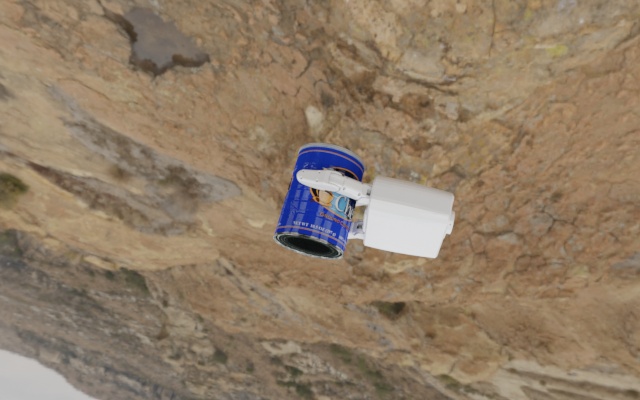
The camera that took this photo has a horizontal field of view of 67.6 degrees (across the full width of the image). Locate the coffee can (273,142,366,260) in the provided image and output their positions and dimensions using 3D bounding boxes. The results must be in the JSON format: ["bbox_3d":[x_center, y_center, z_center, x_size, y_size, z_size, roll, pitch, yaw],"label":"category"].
[{"bbox_3d":[0.000,0.002,0.688,0.103,0.140,0.103,14,-20,5],"label":"coffee can"}]
